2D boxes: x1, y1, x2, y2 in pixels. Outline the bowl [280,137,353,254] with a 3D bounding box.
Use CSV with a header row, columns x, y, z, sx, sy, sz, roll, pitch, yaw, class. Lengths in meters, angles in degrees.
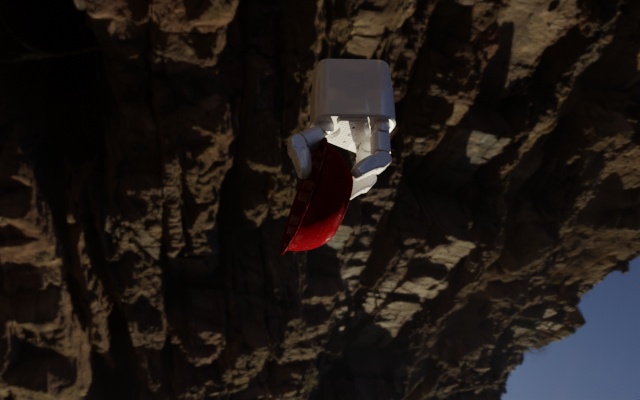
x,y,z,sx,sy,sz,roll,pitch,yaw,class
0.000,0.003,0.623,0.055,0.162,0.162,21,-3,-8,bowl
